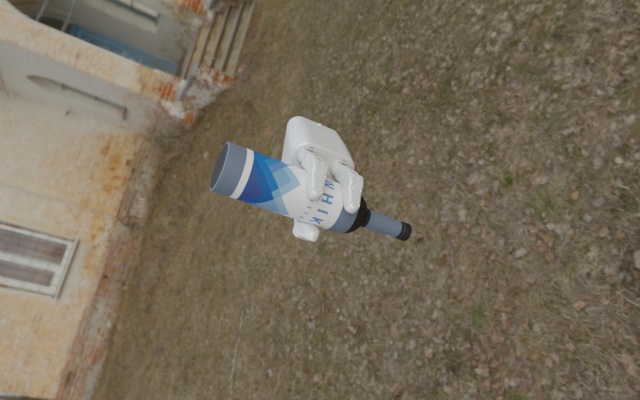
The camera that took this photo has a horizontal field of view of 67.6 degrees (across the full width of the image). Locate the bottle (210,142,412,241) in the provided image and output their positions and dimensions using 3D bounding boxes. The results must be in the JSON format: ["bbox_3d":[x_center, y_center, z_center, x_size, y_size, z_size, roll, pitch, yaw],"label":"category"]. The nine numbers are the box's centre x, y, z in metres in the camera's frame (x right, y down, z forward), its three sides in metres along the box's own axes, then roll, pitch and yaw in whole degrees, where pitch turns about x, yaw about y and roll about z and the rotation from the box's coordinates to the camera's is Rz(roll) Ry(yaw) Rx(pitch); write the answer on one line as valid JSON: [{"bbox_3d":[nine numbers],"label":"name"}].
[{"bbox_3d":[0.000,0.002,0.659,0.296,0.069,0.069,20,-8,-22],"label":"bottle"}]
